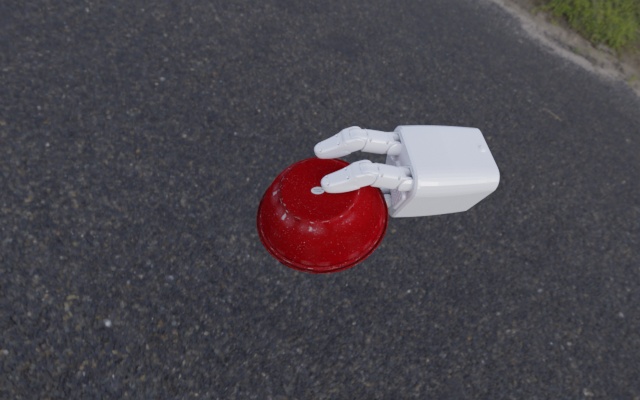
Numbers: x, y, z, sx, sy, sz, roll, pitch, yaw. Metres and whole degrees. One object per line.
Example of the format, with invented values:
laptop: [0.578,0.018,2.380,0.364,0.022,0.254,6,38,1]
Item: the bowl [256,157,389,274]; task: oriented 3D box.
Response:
bowl: [-0.001,0.002,0.561,0.162,0.162,0.055,0,-35,5]
